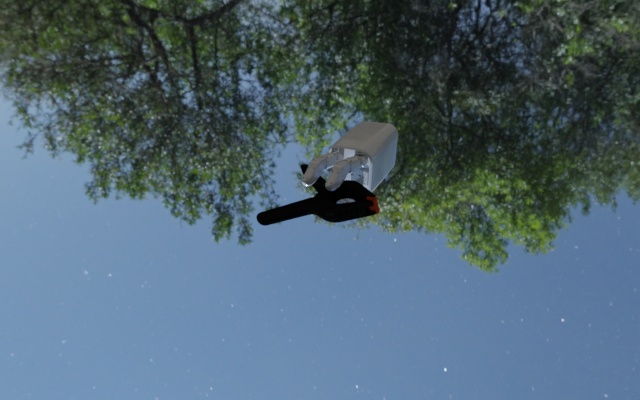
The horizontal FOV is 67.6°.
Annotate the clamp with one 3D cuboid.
[{"bbox_3d":[0.001,0.003,0.828,0.210,0.036,0.164,14,48,38],"label":"clamp"}]
